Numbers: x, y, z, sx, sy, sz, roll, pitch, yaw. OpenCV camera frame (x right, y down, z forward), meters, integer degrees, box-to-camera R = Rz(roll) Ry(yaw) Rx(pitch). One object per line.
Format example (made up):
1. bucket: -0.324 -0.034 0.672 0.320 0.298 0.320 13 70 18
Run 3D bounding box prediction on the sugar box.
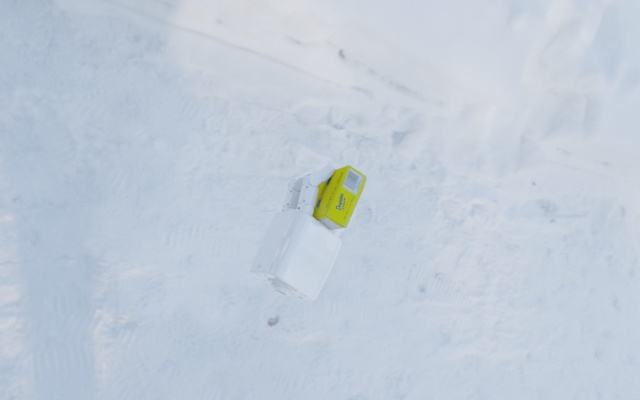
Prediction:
1. sugar box: 0.000 0.002 0.793 0.048 0.093 0.176 33 -21 -23
